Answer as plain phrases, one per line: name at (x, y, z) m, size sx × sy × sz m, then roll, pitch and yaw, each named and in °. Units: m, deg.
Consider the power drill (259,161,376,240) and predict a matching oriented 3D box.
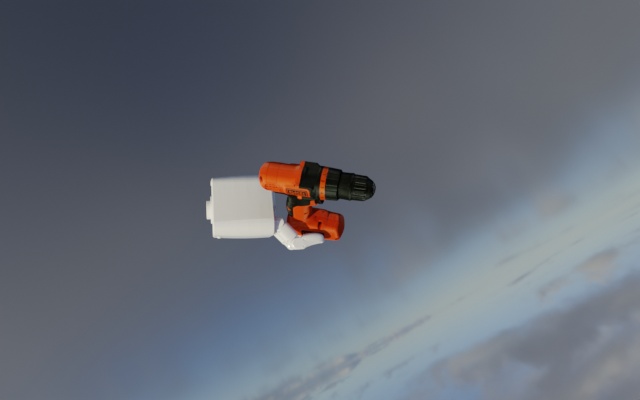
power drill at (0.000, 0.003, 0.807) m, size 0.184 × 0.057 × 0.188 m, roll 10°, pitch -29°, yaw 11°
